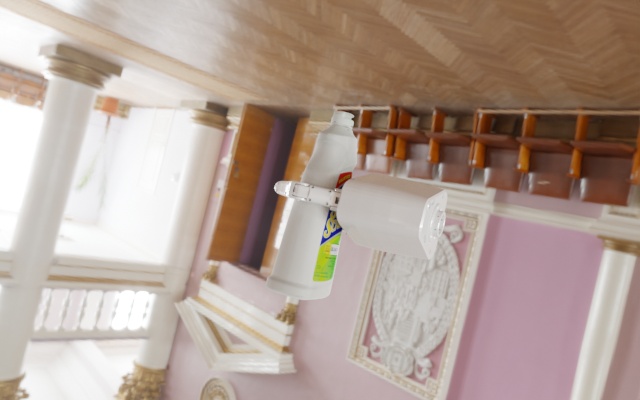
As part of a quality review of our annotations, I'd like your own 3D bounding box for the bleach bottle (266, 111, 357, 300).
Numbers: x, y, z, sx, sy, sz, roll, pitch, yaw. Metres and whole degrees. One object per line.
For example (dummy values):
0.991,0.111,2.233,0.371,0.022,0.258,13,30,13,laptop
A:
0.000,0.002,0.644,0.068,0.251,0.102,12,-2,26,bleach bottle
